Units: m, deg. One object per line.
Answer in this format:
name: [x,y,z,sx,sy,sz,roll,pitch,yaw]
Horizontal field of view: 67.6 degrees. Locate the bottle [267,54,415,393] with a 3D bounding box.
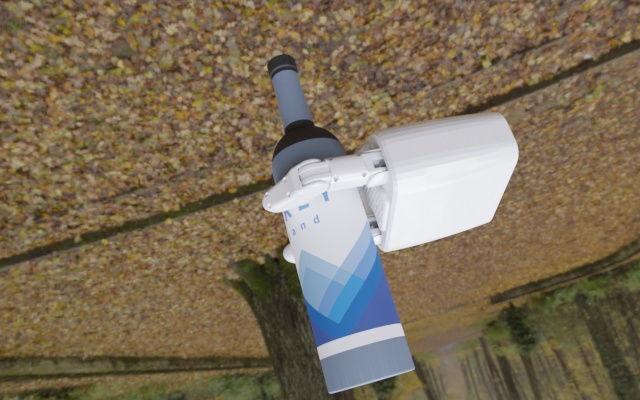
bottle: [0.000,0.002,0.404,0.069,0.295,0.069,-14,-21,-5]
